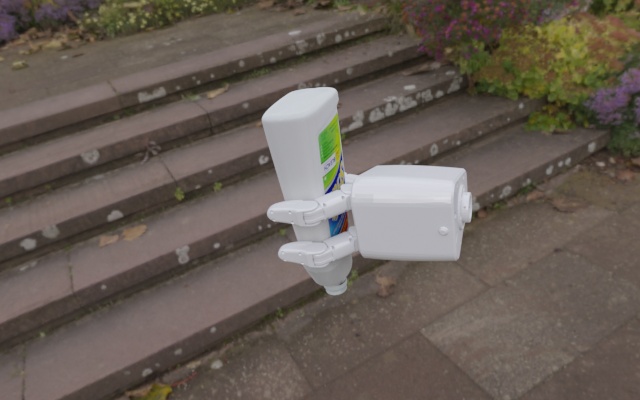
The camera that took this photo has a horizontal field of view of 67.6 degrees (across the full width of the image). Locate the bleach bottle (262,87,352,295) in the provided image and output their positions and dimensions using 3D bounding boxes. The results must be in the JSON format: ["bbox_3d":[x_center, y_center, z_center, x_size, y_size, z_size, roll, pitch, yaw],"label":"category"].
[{"bbox_3d":[0.000,0.002,0.572,0.068,0.251,0.102,1,31,23],"label":"bleach bottle"}]
